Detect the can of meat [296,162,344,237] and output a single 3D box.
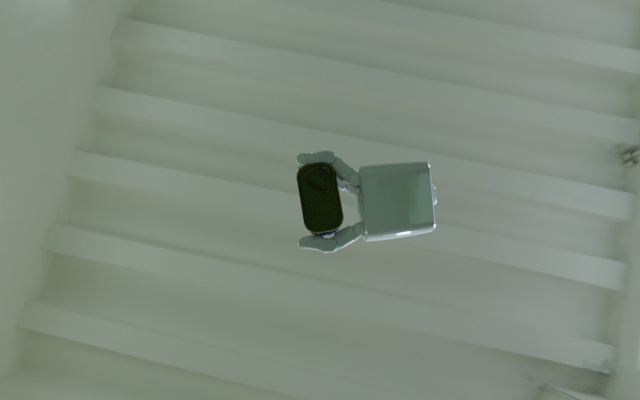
[{"bbox_3d":[0.000,0.003,0.721,0.057,0.102,0.084,-10,-11,0],"label":"can of meat"}]
